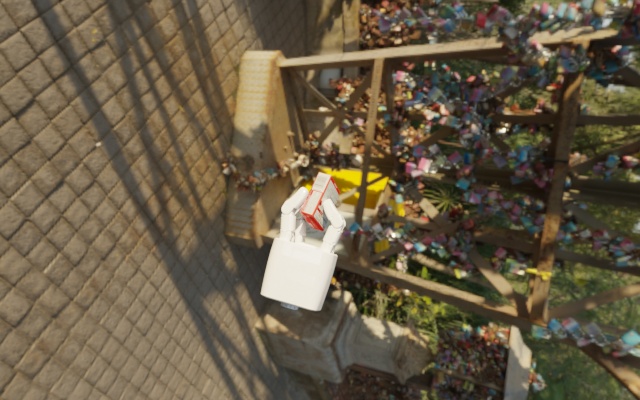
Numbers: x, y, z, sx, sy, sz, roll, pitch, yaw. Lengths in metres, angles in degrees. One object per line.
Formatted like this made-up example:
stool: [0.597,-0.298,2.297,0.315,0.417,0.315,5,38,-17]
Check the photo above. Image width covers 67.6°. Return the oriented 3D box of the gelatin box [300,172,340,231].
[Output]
gelatin box: [0.001,0.003,0.893,0.030,0.089,0.073,18,-18,23]
